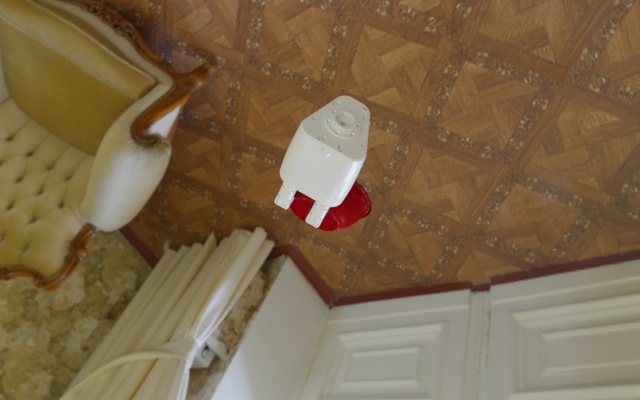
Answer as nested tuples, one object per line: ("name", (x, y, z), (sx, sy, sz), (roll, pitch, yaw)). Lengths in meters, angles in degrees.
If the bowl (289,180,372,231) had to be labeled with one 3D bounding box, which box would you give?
("bowl", (0.000, 0.004, 0.785), (0.162, 0.055, 0.162), (23, -26, 12))
